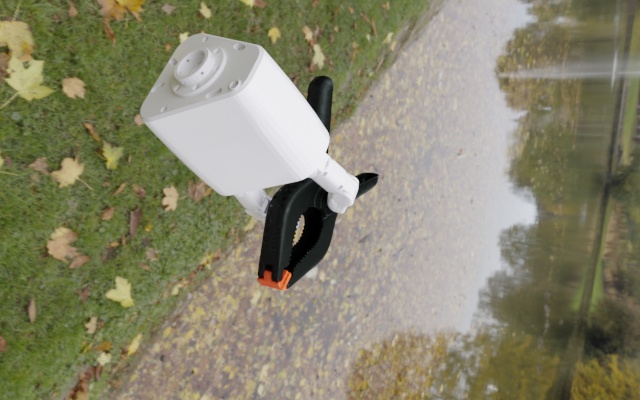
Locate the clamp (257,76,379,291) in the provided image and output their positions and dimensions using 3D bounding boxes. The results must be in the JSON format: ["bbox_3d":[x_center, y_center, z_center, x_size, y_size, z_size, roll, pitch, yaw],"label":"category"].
[{"bbox_3d":[0.000,0.002,0.498,0.036,0.210,0.165,6,-27,35],"label":"clamp"}]
